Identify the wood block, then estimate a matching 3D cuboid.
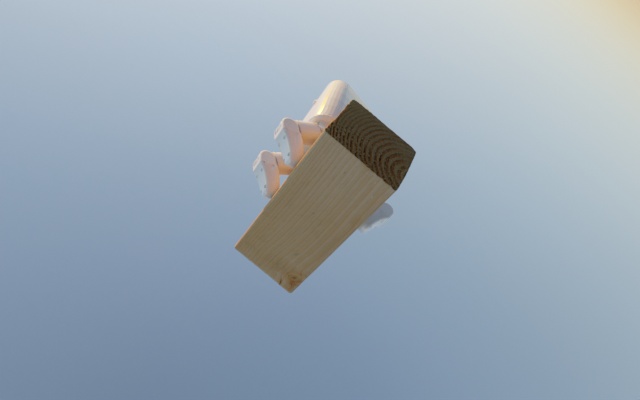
[{"bbox_3d":[0.000,0.002,0.537,0.206,0.091,0.090,-49,3,39],"label":"wood block"}]
